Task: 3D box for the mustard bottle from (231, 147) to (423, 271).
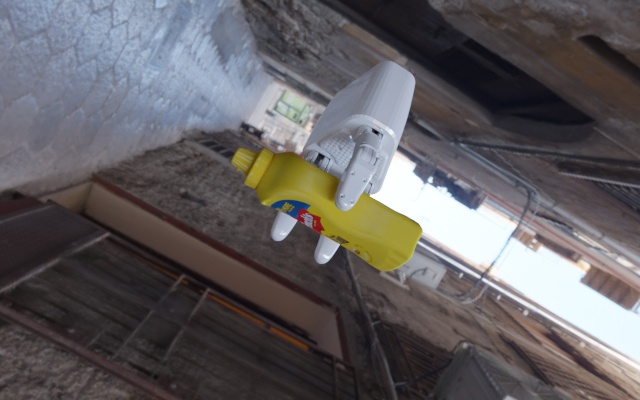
[{"bbox_3d":[0.000,0.002,0.474,0.191,0.058,0.096,30,-13,-8],"label":"mustard bottle"}]
